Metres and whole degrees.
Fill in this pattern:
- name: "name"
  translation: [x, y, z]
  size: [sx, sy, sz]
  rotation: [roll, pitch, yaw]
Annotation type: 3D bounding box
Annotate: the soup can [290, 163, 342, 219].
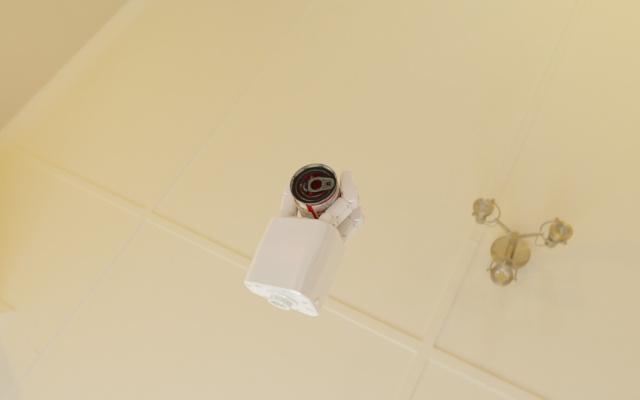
- name: "soup can"
  translation: [0.000, 0.002, 0.703]
  size: [0.068, 0.068, 0.102]
  rotation: [0, -31, 14]
